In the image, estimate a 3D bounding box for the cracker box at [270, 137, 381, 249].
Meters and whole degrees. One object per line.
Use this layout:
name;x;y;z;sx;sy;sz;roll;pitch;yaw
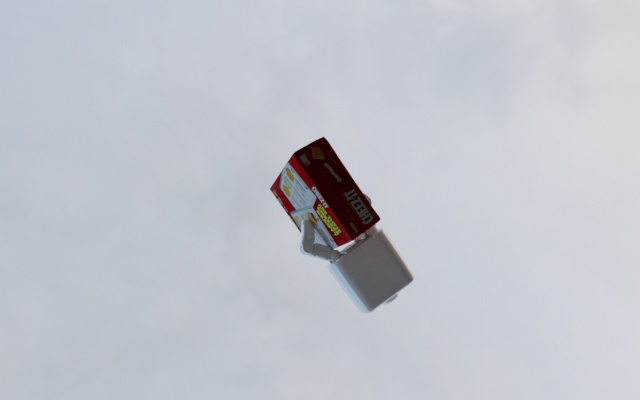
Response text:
cracker box;0.000;0.003;0.834;0.072;0.164;0.214;-34;-2;-21
